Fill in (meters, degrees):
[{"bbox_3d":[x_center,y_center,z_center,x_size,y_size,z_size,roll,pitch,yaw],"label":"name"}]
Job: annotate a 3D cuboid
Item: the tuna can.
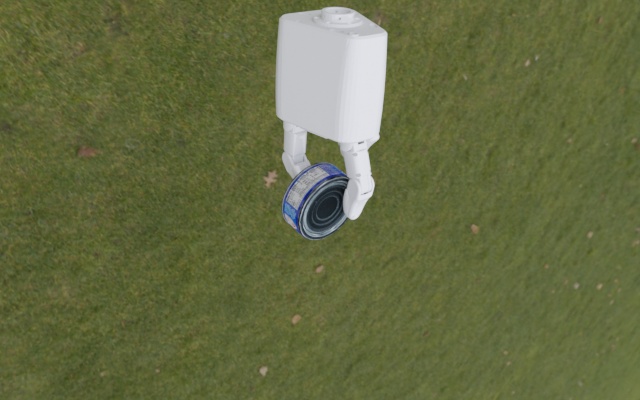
[{"bbox_3d":[0.000,0.002,0.541,0.086,0.086,0.033,0,30,-45],"label":"tuna can"}]
